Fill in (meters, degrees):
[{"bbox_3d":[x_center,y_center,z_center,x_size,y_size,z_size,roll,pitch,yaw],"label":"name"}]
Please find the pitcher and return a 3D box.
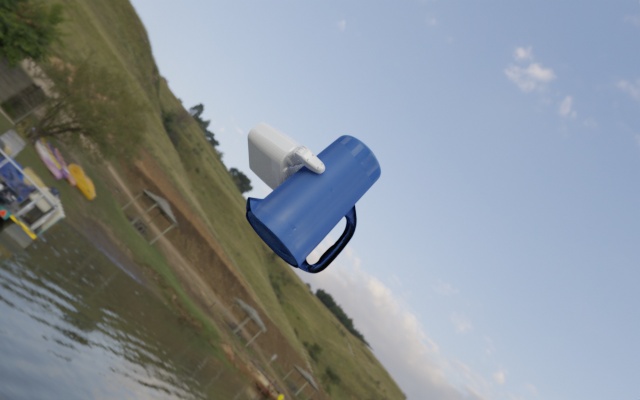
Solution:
[{"bbox_3d":[0.000,0.003,0.861,0.145,0.242,0.149,37,-19,29],"label":"pitcher"}]
